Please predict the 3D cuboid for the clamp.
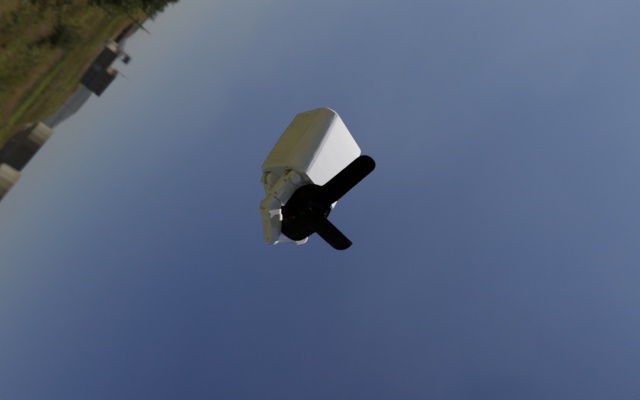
[{"bbox_3d":[0.000,0.002,0.598,0.039,0.120,0.171,41,-23,-30],"label":"clamp"}]
